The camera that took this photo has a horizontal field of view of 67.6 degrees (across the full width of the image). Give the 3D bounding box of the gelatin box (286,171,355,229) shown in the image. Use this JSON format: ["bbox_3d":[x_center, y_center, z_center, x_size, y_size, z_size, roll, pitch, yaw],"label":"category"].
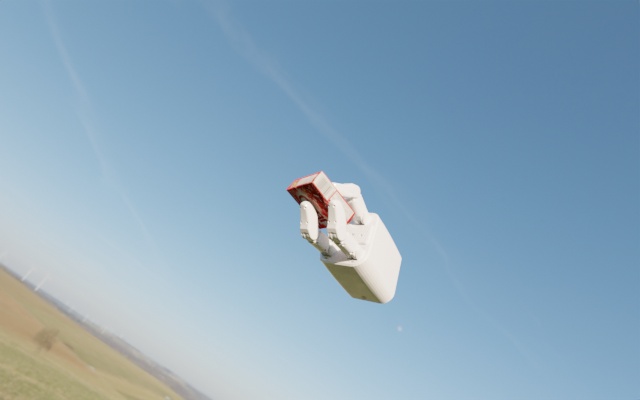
[{"bbox_3d":[0.000,0.002,0.735,0.073,0.089,0.030,-13,31,54],"label":"gelatin box"}]
